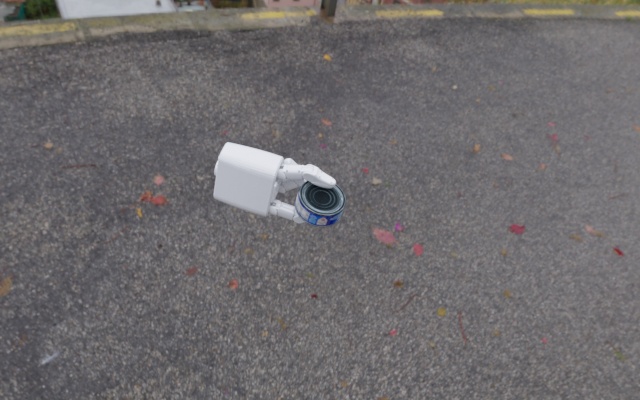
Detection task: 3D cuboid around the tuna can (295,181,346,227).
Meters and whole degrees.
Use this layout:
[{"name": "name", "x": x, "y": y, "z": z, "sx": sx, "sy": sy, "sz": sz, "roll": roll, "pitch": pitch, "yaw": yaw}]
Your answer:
[{"name": "tuna can", "x": 0.000, "y": 0.002, "z": 0.833, "sx": 0.086, "sy": 0.086, "sz": 0.034, "roll": 0, "pitch": -38, "yaw": -17}]
